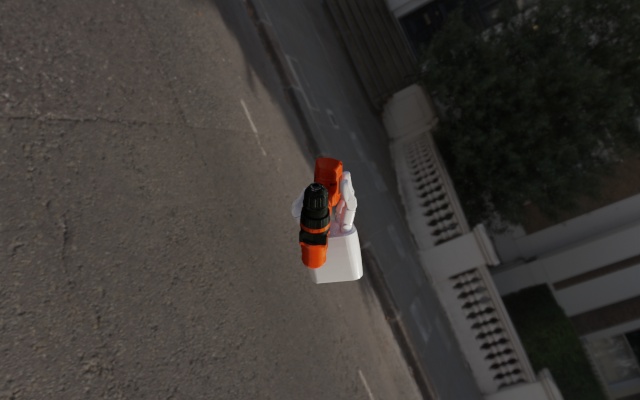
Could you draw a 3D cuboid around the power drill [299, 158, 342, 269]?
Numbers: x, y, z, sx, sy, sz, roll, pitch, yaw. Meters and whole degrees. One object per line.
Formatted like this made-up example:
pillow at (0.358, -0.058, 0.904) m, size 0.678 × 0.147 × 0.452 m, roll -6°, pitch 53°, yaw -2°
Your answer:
power drill at (0.000, 0.003, 0.875) m, size 0.057 × 0.185 × 0.187 m, roll 10°, pitch 41°, yaw 6°
